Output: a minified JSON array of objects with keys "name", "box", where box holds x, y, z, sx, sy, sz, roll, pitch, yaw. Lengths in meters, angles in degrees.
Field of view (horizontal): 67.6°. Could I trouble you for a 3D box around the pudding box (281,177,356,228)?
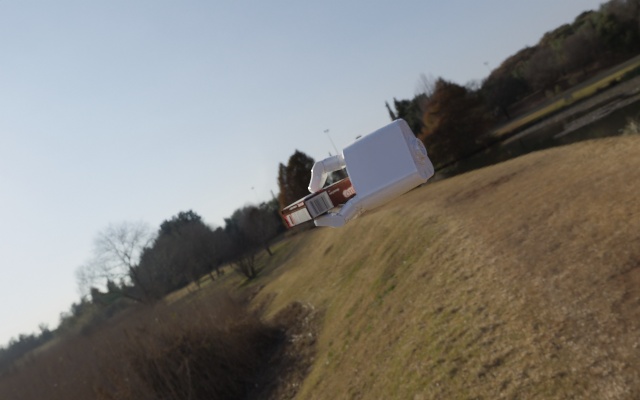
[{"name":"pudding box","box":[0.000,0.003,0.832,0.113,0.039,0.090,-26,0,-33]}]
